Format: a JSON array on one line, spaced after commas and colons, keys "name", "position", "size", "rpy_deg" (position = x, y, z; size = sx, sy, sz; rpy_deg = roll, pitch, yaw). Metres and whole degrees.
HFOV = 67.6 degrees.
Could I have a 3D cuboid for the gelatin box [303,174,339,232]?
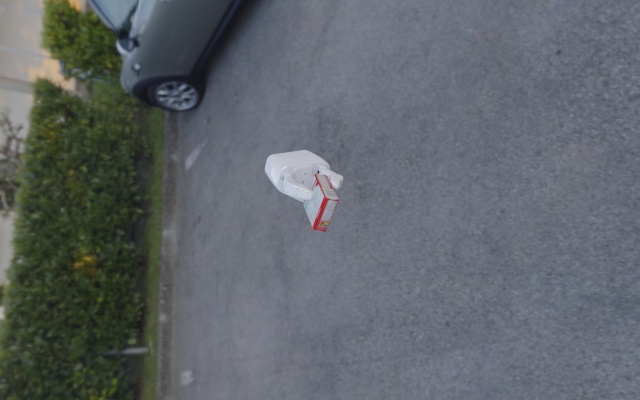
[{"name": "gelatin box", "position": [0.000, 0.003, 0.894], "size": [0.030, 0.073, 0.089], "rpy_deg": [9, 30, -22]}]
